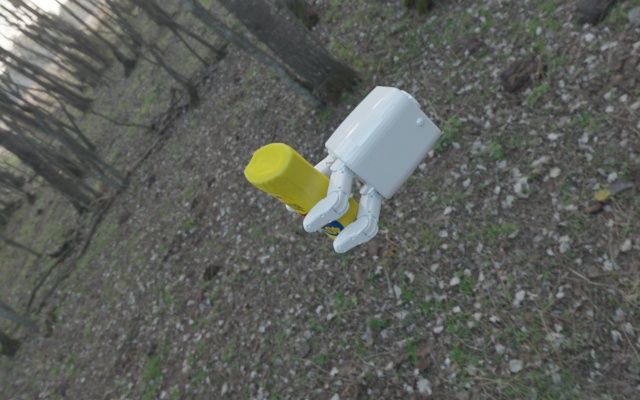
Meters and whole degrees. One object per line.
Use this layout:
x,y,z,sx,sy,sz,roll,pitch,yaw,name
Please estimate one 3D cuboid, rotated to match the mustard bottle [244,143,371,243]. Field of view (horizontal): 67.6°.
0.000,0.002,0.609,0.192,0.058,0.096,36,-17,-32,mustard bottle
